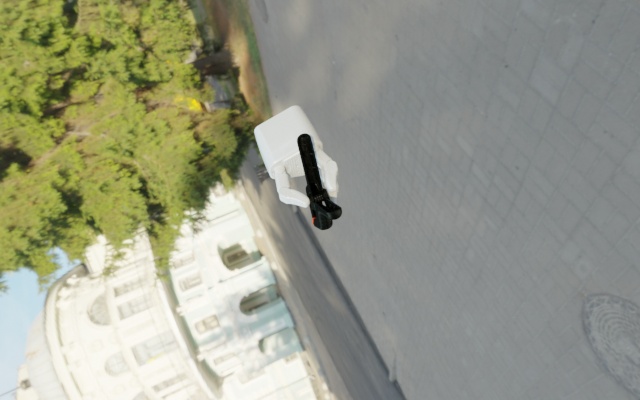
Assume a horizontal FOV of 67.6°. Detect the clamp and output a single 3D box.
[{"bbox_3d":[-0.001,0.003,0.855,0.036,0.164,0.210,-18,-32,-8],"label":"clamp"}]
